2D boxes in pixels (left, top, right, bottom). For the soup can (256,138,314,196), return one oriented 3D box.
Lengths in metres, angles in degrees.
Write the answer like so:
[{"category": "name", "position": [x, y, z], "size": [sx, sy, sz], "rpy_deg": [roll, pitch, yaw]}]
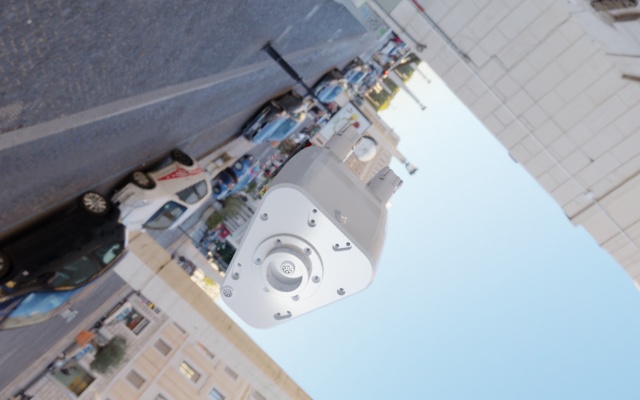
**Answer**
[{"category": "soup can", "position": [0.000, 0.002, 0.447], "size": [0.068, 0.102, 0.068], "rpy_deg": [-45, 5, 5]}]
